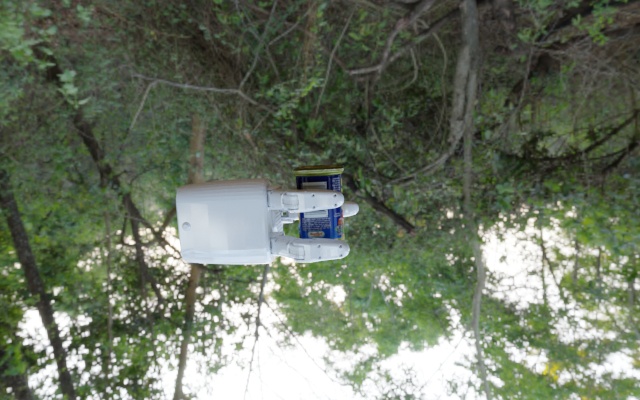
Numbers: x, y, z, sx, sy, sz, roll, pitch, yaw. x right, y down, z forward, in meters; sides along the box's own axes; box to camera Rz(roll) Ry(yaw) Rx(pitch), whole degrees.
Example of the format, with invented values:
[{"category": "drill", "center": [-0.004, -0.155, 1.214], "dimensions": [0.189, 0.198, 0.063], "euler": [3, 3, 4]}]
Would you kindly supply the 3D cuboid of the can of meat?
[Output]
[{"category": "can of meat", "center": [0.000, 0.002, 0.568], "dimensions": [0.057, 0.084, 0.102], "euler": [-2, 7, 2]}]
